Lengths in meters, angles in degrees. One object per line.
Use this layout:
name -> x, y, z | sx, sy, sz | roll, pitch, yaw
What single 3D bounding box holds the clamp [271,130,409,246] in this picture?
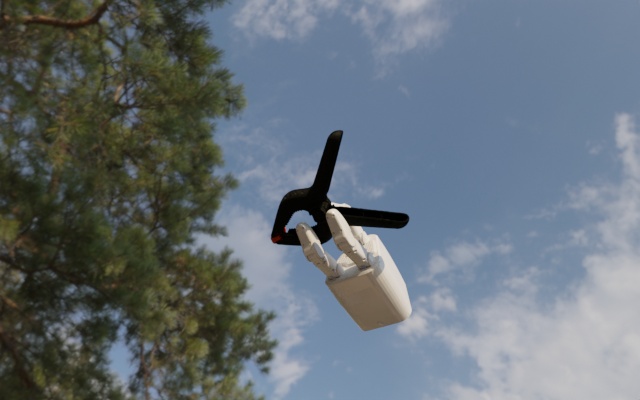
clamp -> 0.000, 0.002, 0.692 | 0.210, 0.164, 0.036 | -24, 18, 30
